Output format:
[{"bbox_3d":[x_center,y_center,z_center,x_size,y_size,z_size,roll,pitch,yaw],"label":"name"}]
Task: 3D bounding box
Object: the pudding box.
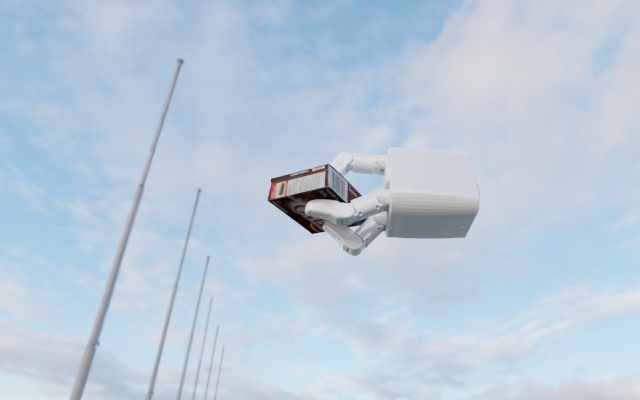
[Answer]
[{"bbox_3d":[0.000,0.002,0.622,0.090,0.039,0.113,-13,-35,28],"label":"pudding box"}]
